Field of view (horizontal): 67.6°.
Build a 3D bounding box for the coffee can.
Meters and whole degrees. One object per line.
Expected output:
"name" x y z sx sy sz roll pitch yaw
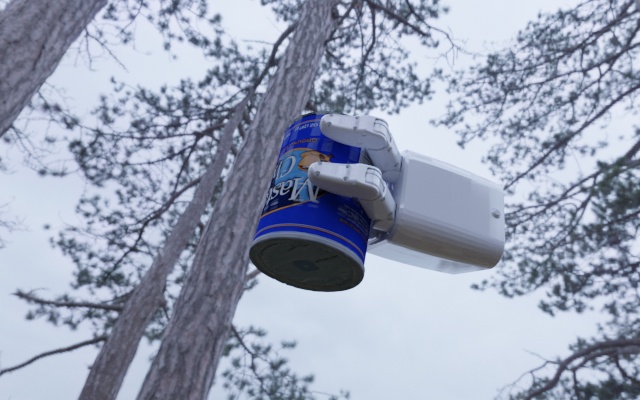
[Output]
"coffee can" 0.000 0.002 0.453 0.103 0.140 0.103 9 -32 6
